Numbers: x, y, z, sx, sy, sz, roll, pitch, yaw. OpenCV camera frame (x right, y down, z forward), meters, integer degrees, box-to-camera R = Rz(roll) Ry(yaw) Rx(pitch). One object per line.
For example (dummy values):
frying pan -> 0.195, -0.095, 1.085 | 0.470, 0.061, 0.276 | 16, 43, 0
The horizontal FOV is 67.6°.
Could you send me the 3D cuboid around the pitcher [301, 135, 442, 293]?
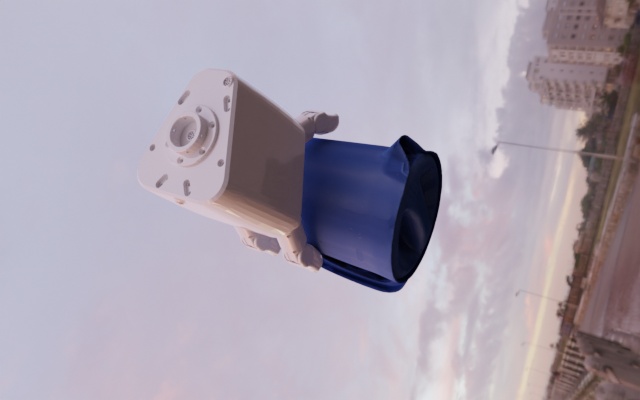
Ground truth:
pitcher -> 0.000, 0.002, 0.526 | 0.243, 0.149, 0.145 | 14, -6, 29
